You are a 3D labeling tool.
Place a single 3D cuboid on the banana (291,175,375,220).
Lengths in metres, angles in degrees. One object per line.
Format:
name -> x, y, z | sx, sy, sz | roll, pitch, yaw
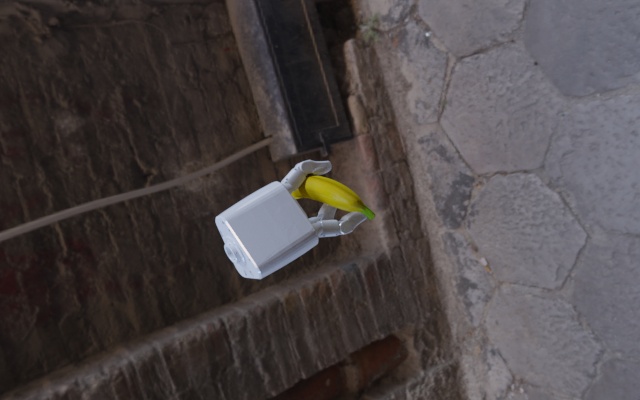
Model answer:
banana -> -0.005, -0.011, 0.754 | 0.197, 0.070, 0.037 | 18, 54, 46
